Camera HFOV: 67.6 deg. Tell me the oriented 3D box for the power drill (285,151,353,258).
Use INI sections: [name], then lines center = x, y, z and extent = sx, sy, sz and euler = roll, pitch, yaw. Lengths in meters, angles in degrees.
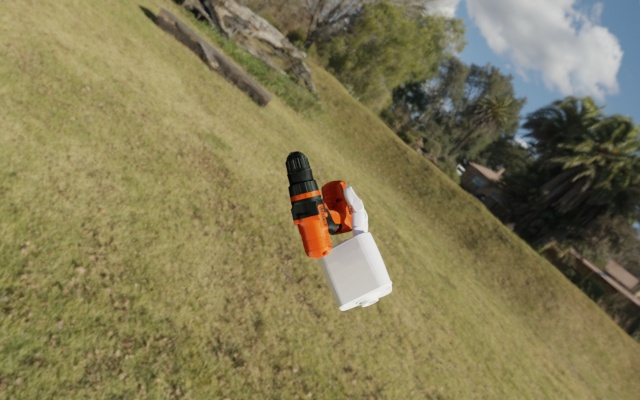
[power drill]
center = 0.000, 0.003, 0.871
extent = 0.057, 0.184, 0.187
euler = -13, -1, 22
